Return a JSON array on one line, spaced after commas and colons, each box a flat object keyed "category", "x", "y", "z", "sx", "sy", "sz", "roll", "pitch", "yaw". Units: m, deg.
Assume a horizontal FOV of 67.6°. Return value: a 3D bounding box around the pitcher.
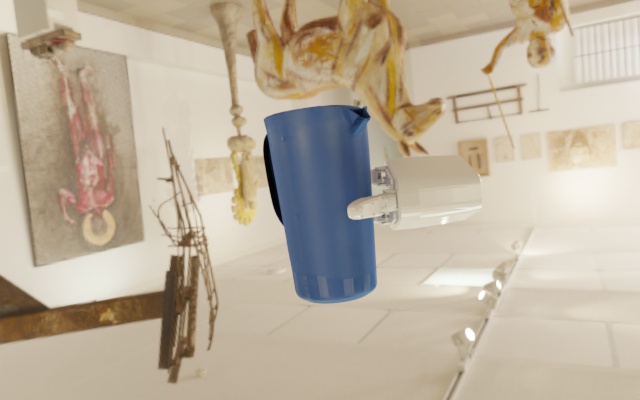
[{"category": "pitcher", "x": 0.000, "y": 0.002, "z": 0.624, "sx": 0.145, "sy": 0.243, "sz": 0.149, "roll": -7, "pitch": 4, "yaw": -1}]
